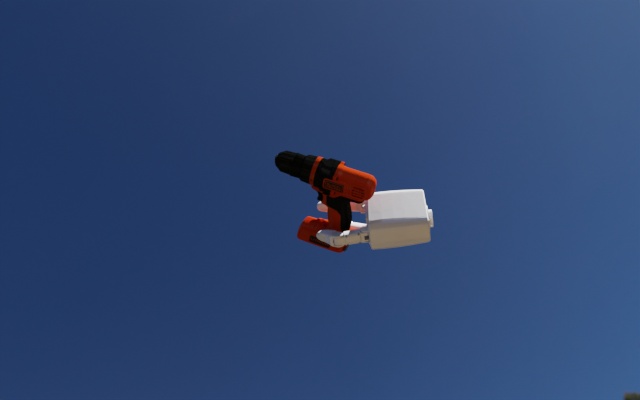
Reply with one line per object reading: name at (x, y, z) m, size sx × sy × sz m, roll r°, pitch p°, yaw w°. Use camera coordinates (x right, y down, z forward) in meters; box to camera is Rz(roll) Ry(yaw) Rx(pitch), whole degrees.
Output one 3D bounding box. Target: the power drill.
power drill at (0.000, 0.003, 0.874) m, size 0.184 × 0.188 × 0.057 m, roll 19°, pitch 47°, yaw 12°
